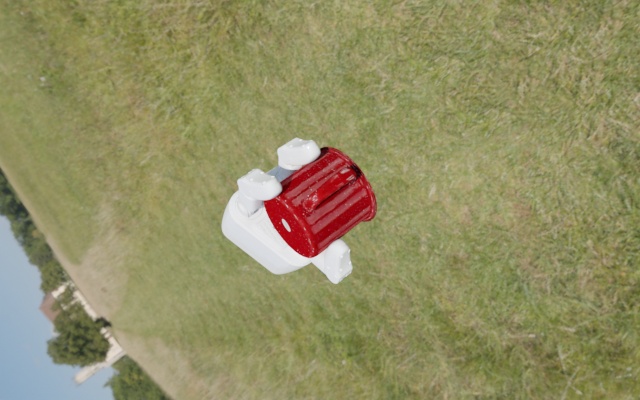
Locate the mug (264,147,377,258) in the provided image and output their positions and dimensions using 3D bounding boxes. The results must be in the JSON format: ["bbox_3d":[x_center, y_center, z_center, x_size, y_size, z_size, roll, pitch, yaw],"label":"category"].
[{"bbox_3d":[0.000,0.001,0.476,0.081,0.093,0.117,-36,-3,-24],"label":"mug"}]
